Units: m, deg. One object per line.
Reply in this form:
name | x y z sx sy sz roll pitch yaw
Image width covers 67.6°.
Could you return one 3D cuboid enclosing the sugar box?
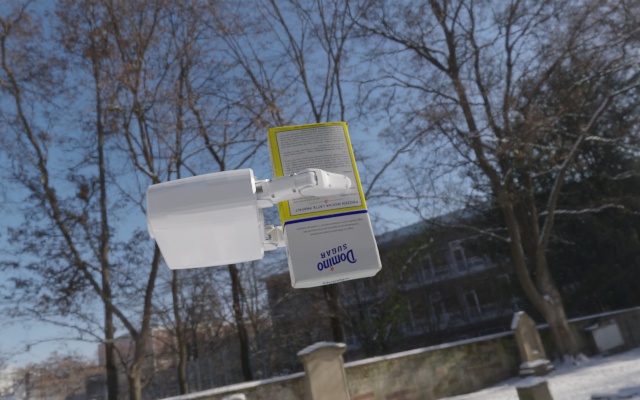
sugar box | 0.000 0.002 0.524 0.093 0.176 0.048 -7 -18 -10
